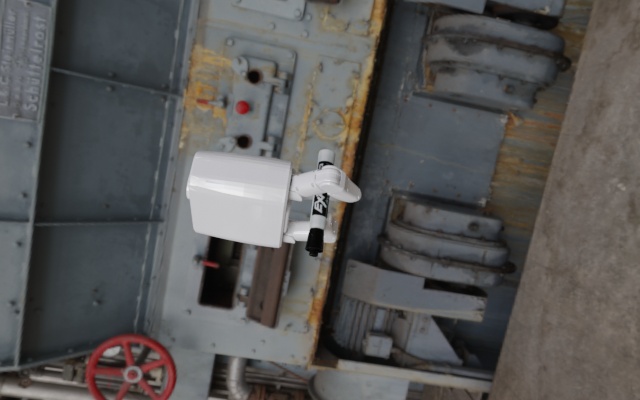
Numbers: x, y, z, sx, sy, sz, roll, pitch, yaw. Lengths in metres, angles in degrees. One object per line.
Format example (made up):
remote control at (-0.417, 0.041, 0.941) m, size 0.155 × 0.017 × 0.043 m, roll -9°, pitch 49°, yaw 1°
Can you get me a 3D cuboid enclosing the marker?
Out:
marker at (0.000, 0.002, 0.511) m, size 0.020 × 0.121 × 0.020 m, roll 7°, pitch -23°, yaw 3°
